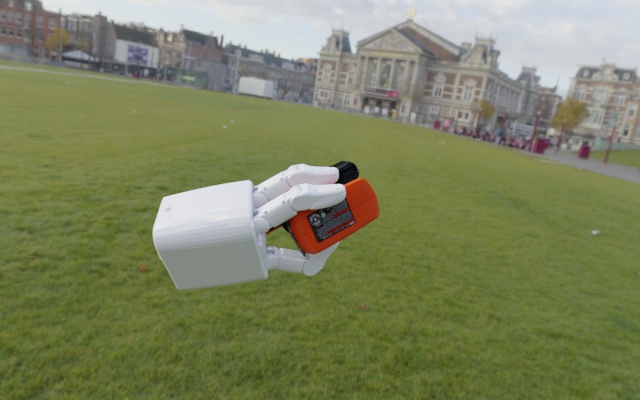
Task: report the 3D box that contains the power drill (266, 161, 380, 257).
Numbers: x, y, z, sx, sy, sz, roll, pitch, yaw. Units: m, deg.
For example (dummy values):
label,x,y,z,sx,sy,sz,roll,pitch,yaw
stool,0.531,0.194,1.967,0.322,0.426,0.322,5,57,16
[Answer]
label,x,y,z,sx,sy,sz,roll,pitch,yaw
power drill,0.000,0.002,0.617,0.184,0.057,0.187,-30,14,-15
